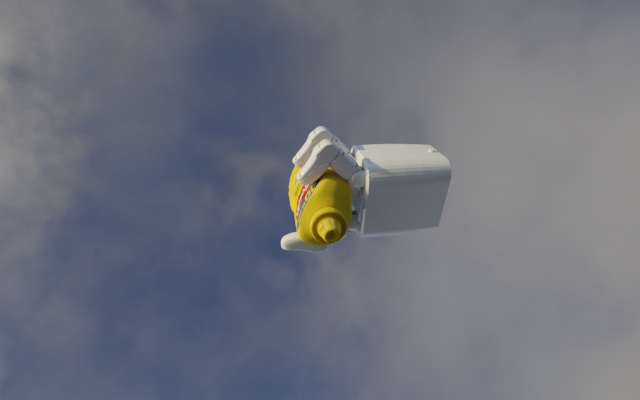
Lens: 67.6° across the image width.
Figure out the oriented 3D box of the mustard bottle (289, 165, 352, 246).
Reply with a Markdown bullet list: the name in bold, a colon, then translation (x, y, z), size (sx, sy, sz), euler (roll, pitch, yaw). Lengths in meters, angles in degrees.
- **mustard bottle**: translation (0.000, 0.002, 0.595), size (0.058, 0.096, 0.191), euler (20, 18, -16)
